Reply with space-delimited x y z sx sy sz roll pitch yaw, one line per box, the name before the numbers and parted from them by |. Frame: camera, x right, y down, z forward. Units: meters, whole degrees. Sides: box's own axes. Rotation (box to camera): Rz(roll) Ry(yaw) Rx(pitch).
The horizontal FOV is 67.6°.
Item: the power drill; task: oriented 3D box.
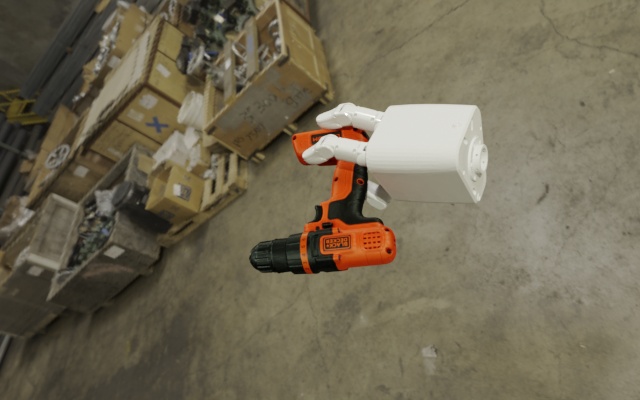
power drill | 0.000 0.002 0.613 0.184 0.187 0.057 -6 -24 13
